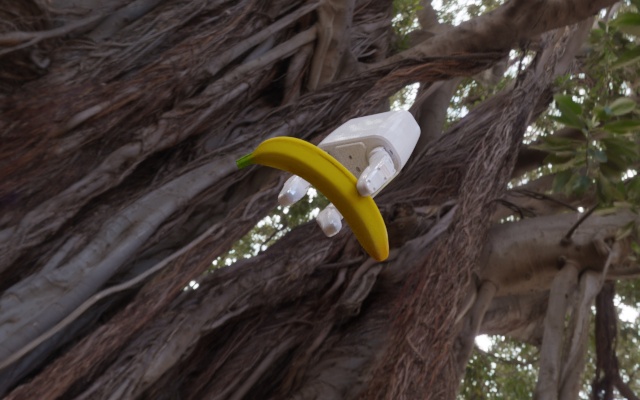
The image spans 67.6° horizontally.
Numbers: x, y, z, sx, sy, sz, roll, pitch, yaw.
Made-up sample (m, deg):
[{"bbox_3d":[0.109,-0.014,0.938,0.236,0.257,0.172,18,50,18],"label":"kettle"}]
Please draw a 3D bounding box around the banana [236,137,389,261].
[{"bbox_3d":[0.006,-0.013,0.518,0.198,0.070,0.037,35,36,3],"label":"banana"}]
